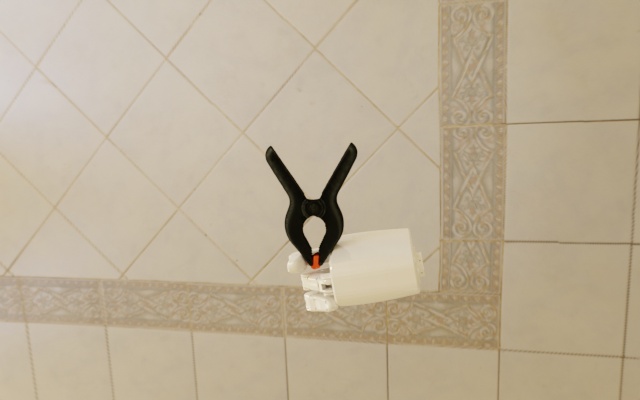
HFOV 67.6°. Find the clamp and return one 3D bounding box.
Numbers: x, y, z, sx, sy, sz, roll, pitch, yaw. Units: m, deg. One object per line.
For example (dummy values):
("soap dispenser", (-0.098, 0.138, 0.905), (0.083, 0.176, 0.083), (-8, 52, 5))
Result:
("clamp", (0.000, 0.002, 0.633), (0.120, 0.171, 0.039), (-10, 7, 8))
